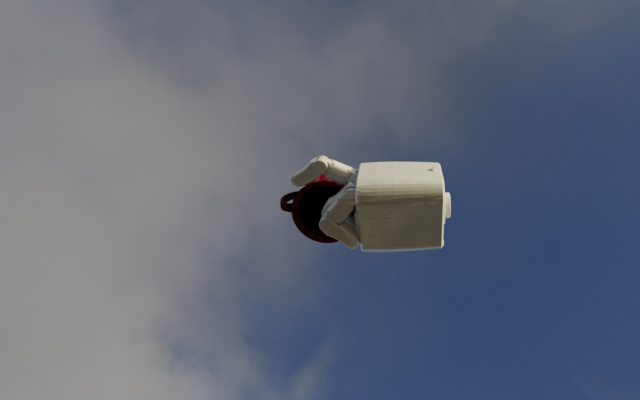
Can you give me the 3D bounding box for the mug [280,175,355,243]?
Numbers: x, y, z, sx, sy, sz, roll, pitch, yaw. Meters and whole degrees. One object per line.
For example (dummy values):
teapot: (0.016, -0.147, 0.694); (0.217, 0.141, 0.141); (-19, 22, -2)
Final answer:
mug: (-0.001, 0.002, 0.692); (0.117, 0.093, 0.081); (-1, 23, 11)
